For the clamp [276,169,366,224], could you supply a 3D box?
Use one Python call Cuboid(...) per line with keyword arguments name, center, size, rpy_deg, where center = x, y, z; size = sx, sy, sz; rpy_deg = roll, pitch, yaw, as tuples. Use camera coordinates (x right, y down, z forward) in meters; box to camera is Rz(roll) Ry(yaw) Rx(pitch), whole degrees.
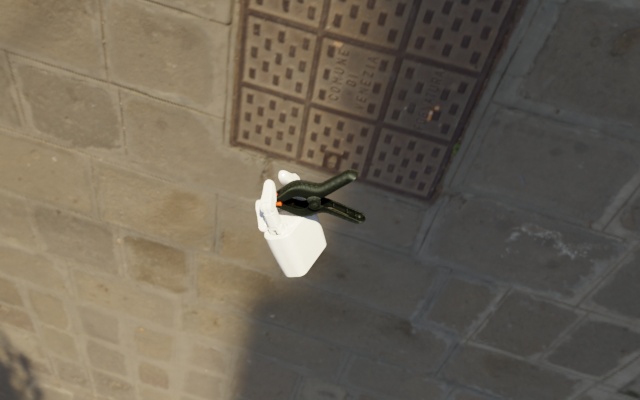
Cuboid(name="clamp", center=(0.000, 0.003, 0.860), size=(0.171, 0.120, 0.039), rpy_deg=(-6, 35, 22))
